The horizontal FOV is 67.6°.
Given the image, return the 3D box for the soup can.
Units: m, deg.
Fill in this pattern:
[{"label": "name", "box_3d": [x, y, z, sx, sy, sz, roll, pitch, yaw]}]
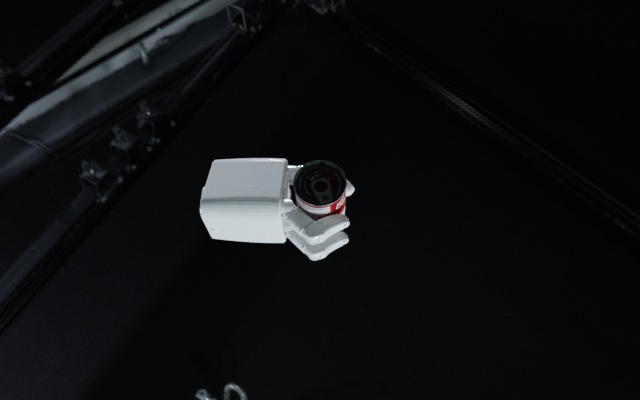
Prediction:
[{"label": "soup can", "box_3d": [0.001, 0.002, 0.646, 0.068, 0.068, 0.102, 0, -29, 1]}]
